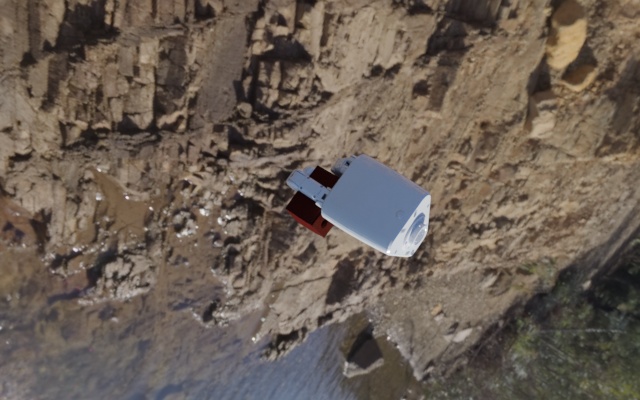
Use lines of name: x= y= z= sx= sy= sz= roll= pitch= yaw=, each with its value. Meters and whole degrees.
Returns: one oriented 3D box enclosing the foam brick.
foam brick: x=0.000 y=0.002 z=0.660 sx=0.051 sy=0.078 sz=0.053 roll=32 pitch=-9 yaw=28
